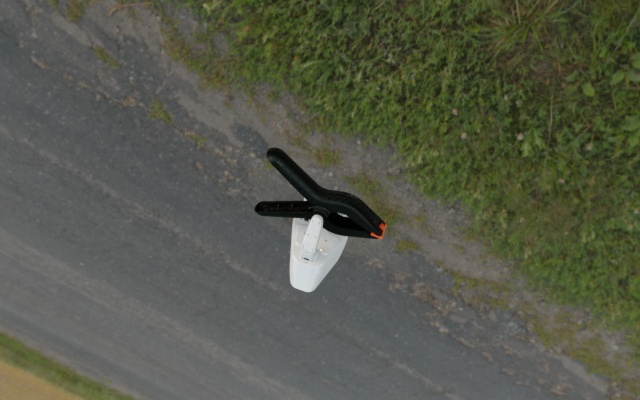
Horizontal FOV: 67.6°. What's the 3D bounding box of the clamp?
[{"bbox_3d":[0.000,0.003,0.713,0.210,0.036,0.165,19,-33,5],"label":"clamp"}]
